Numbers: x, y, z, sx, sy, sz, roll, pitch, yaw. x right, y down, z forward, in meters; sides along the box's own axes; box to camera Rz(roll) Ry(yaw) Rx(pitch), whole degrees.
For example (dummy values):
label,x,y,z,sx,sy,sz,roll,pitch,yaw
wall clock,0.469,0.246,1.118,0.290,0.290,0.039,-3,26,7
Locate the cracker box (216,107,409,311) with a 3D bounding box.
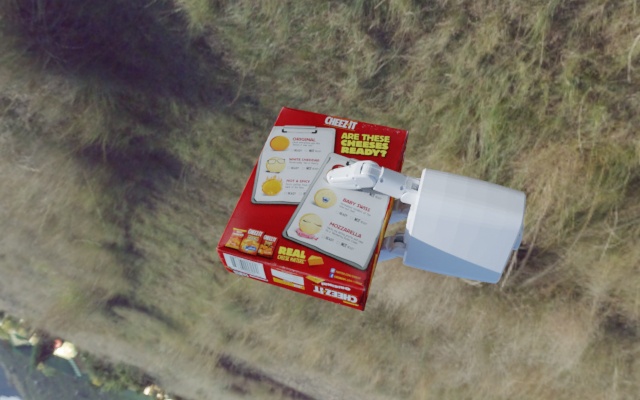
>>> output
label,x,y,z,sx,sy,sz,roll,pitch,yaw
cracker box,0.000,0.002,0.559,0.164,0.213,0.072,13,-32,11
